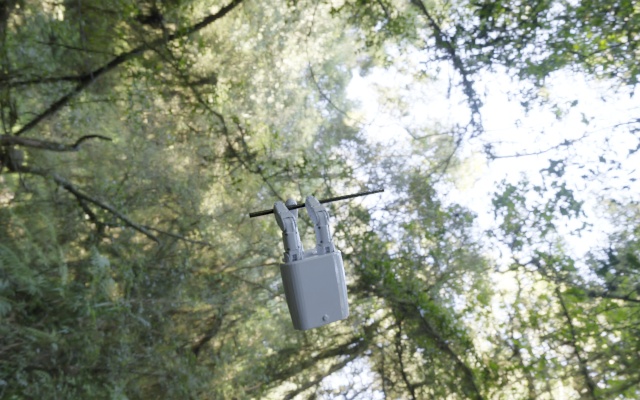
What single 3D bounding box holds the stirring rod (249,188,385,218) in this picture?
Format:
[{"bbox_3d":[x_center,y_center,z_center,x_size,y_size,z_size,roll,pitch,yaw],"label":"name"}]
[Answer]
[{"bbox_3d":[0.000,0.003,0.785,0.239,0.011,0.011,-11,4,-22],"label":"stirring rod"}]
